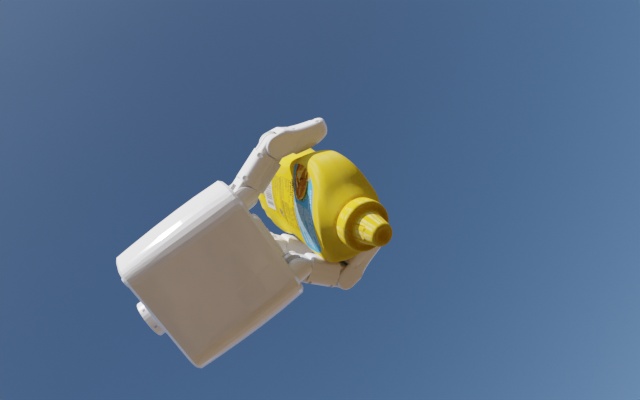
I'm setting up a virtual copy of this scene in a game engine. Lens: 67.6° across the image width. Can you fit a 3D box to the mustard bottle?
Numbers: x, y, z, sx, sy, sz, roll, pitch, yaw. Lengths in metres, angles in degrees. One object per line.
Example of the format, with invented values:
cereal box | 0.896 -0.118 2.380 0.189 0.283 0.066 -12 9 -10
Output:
mustard bottle | 0.000 0.001 0.423 0.058 0.096 0.191 -15 21 -24
